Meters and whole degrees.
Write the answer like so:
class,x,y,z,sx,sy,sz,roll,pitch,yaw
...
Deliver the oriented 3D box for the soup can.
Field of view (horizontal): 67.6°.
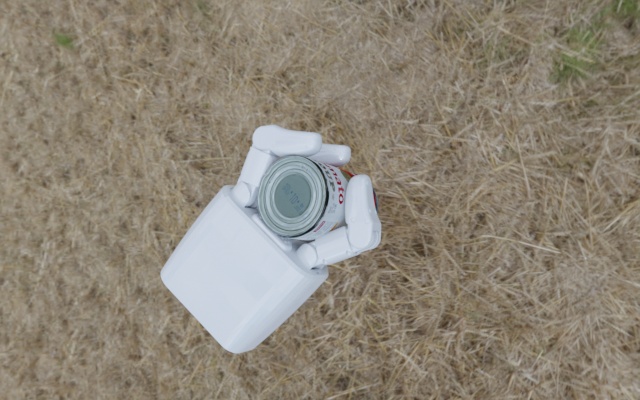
class,x,y,z,sx,sy,sz,roll,pitch,yaw
soup can,0.000,0.001,0.419,0.068,0.068,0.102,0,-6,29
